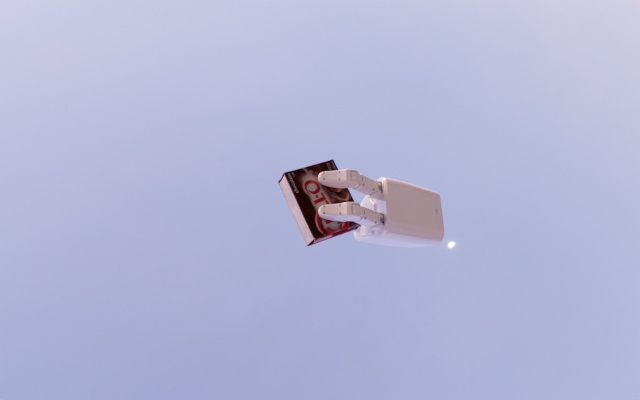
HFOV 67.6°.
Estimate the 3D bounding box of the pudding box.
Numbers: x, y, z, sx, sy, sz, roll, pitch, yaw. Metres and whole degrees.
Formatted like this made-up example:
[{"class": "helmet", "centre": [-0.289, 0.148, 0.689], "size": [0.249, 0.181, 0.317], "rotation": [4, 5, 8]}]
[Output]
[{"class": "pudding box", "centre": [0.000, 0.002, 0.715], "size": [0.090, 0.113, 0.039], "rotation": [-18, -18, -31]}]
